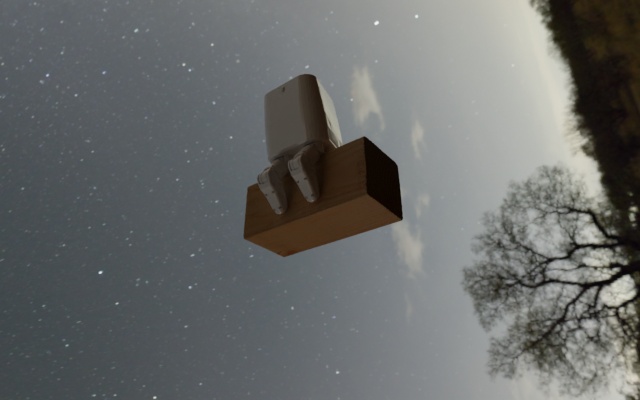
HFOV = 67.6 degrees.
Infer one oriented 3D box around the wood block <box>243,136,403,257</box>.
[{"bbox_3d":[0.000,0.002,0.667,0.206,0.090,0.091,-21,-34,32],"label":"wood block"}]
